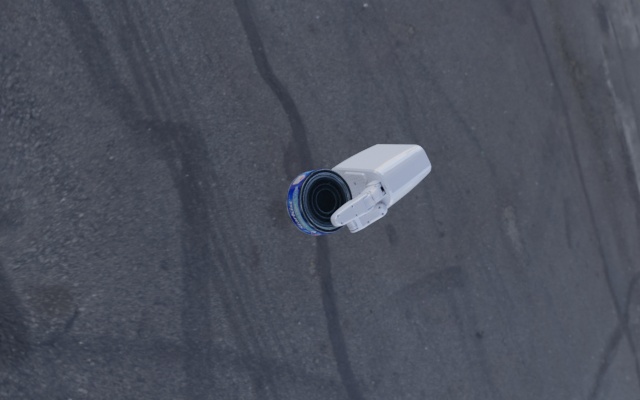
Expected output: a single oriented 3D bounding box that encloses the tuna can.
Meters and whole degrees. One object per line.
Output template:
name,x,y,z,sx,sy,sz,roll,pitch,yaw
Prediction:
tuna can,0.000,0.002,0.620,0.086,0.086,0.034,0,-6,-34
